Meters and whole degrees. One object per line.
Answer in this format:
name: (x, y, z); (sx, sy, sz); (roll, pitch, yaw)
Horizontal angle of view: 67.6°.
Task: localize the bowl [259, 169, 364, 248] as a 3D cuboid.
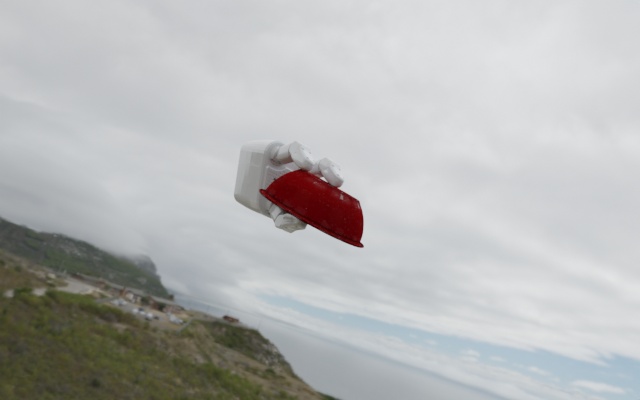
bowl: (0.001, 0.002, 0.648); (0.162, 0.055, 0.162); (29, 3, -2)
